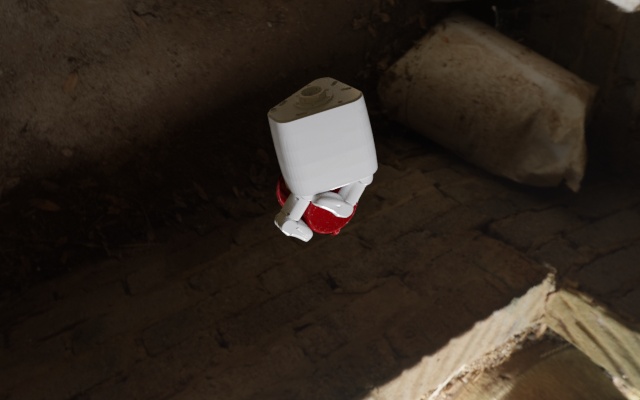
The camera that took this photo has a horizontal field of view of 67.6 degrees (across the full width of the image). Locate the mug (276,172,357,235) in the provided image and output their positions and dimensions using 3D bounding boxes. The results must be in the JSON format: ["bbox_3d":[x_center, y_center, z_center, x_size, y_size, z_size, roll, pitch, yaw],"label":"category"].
[{"bbox_3d":[0.000,0.003,0.670,0.093,0.117,0.081,-29,39,-17],"label":"mug"}]
